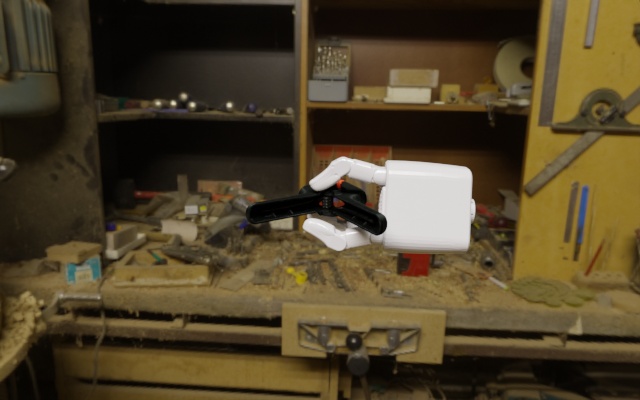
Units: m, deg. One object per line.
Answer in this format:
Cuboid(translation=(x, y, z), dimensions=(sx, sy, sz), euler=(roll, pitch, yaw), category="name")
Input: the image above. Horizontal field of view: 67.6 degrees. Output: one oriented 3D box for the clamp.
Cuboid(translation=(0.000, 0.001, 0.629), dimensions=(0.164, 0.036, 0.210), euler=(4, 13, 4), category="clamp")
